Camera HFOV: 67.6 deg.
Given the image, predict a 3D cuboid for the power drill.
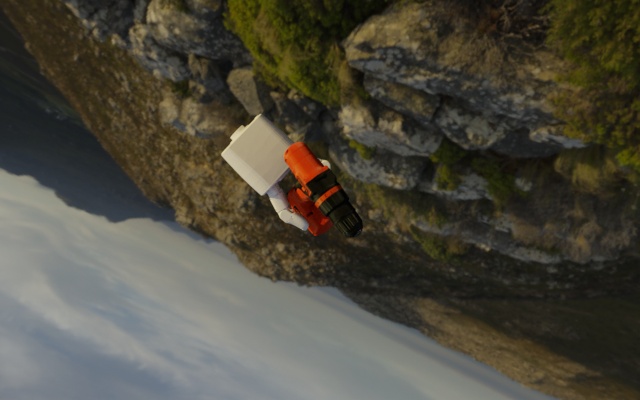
[{"bbox_3d":[0.000,0.003,0.844,0.057,0.184,0.188,-32,-11,-16],"label":"power drill"}]
